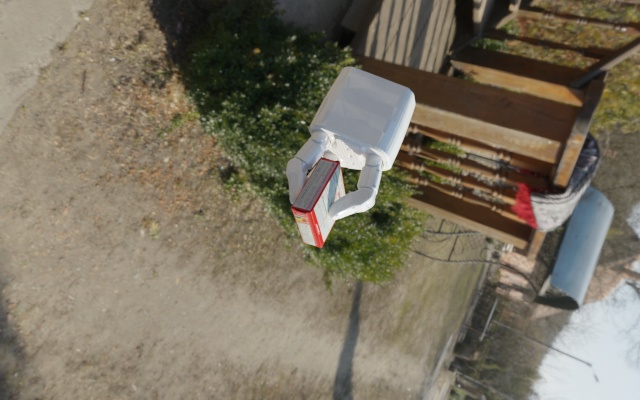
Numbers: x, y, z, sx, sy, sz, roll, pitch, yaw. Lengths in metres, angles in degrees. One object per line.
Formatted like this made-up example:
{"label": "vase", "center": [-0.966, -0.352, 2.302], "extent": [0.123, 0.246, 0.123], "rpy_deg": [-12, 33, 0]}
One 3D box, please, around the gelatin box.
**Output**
{"label": "gelatin box", "center": [0.000, 0.002, 0.602], "extent": [0.030, 0.089, 0.073], "rpy_deg": [13, -35, 22]}
